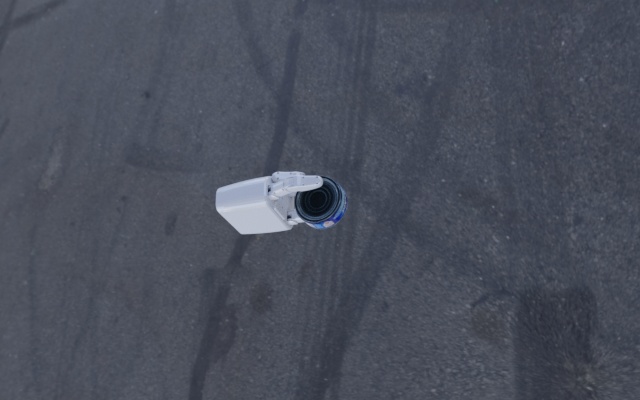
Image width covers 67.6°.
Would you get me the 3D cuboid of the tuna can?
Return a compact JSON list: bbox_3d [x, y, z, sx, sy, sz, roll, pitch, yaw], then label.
[{"bbox_3d":[0.000,0.002,0.794,0.086,0.086,0.034,0,-20,22],"label":"tuna can"}]
